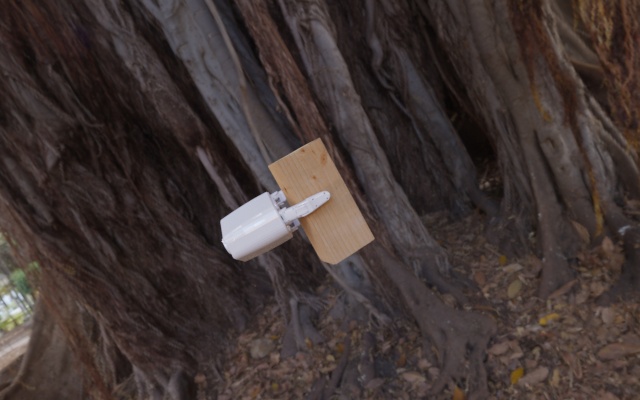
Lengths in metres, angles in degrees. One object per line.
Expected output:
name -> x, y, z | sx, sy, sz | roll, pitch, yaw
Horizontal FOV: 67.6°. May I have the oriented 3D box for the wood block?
wood block -> 0.000, 0.003, 0.870 | 0.090, 0.206, 0.091 | -31, 8, -15
